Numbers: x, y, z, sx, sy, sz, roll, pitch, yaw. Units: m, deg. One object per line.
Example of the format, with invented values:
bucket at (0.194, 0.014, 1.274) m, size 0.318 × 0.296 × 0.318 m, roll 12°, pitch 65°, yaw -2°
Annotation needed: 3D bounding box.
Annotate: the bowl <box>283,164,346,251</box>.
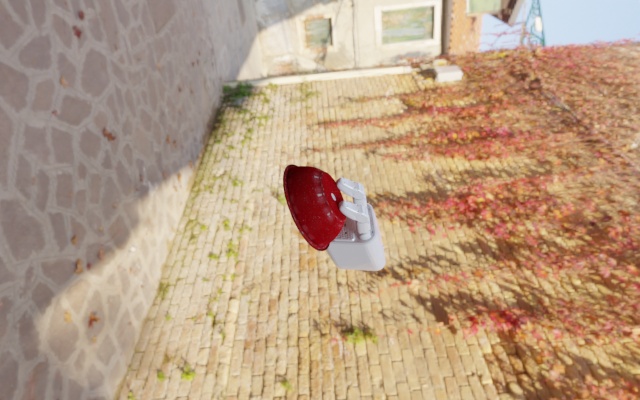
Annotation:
bowl at (0.000, 0.002, 0.819) m, size 0.055 × 0.162 × 0.162 m, roll -23°, pitch -8°, yaw 20°
